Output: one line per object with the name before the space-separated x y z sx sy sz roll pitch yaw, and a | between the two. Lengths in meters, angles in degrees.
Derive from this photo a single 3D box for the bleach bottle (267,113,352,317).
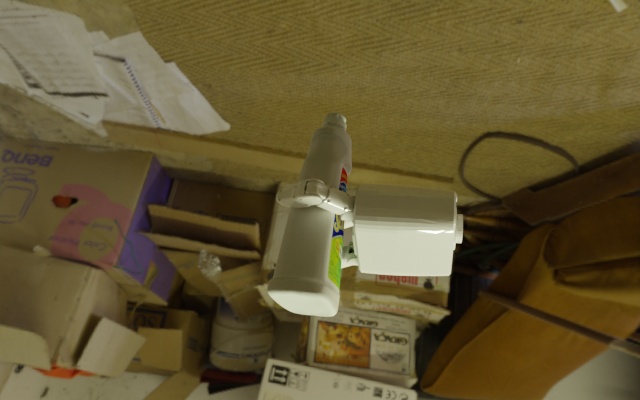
bleach bottle | 0.000 0.002 0.566 0.068 0.250 0.103 2 -26 15
